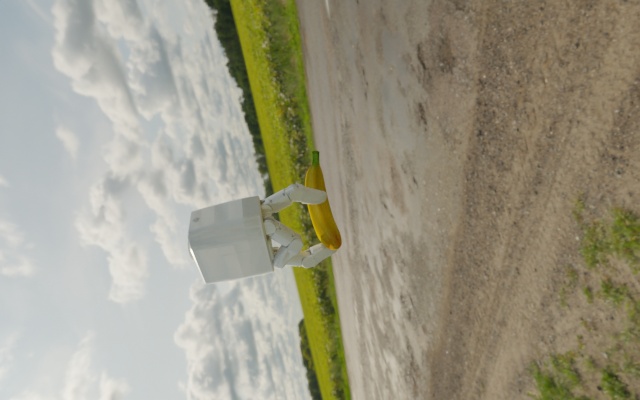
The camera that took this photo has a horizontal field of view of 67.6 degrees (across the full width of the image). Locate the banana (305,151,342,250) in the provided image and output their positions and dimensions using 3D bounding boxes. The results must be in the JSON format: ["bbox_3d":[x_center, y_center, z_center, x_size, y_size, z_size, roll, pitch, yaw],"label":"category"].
[{"bbox_3d":[0.000,0.012,0.767,0.037,0.197,0.070,-11,-38,-5],"label":"banana"}]
